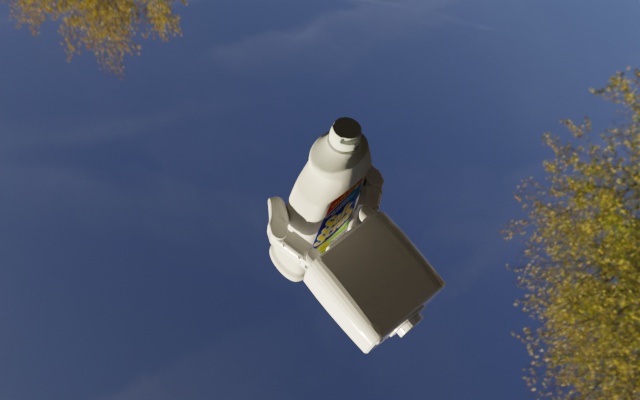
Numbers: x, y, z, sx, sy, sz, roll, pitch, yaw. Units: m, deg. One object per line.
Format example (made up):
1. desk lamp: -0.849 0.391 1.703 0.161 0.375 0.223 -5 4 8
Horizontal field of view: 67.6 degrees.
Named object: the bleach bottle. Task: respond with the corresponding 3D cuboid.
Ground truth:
1. bleach bottle: 0.000 0.002 0.559 0.102 0.068 0.251 -32 -22 -27
